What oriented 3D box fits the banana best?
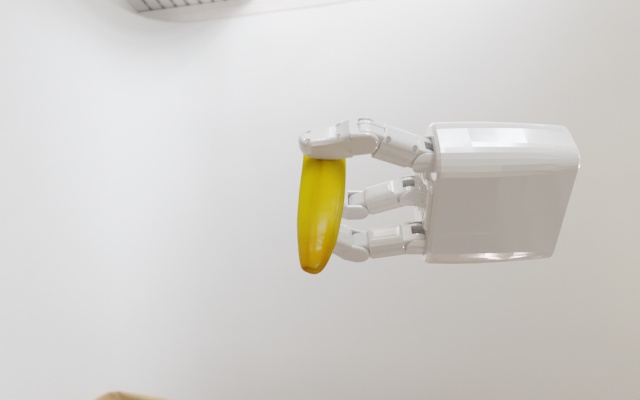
[{"bbox_3d":[0.002,-0.017,0.398,0.037,0.070,0.197,4,23,-2],"label":"banana"}]
